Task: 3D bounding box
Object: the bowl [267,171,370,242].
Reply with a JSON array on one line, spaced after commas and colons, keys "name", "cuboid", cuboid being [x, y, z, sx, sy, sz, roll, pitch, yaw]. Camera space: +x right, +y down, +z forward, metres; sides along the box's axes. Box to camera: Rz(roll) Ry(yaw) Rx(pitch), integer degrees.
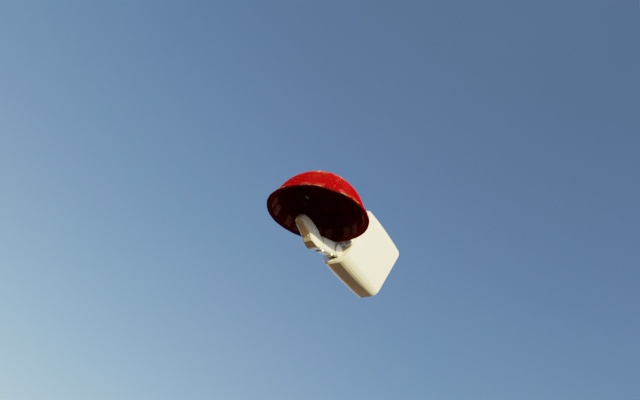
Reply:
[{"name": "bowl", "cuboid": [0.000, 0.001, 0.747, 0.162, 0.055, 0.162, 9, -32, 6]}]
